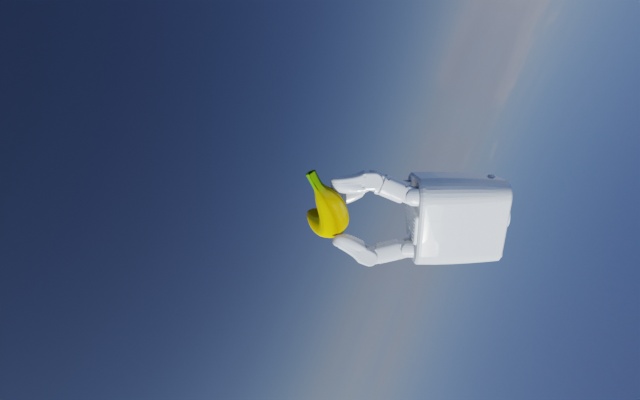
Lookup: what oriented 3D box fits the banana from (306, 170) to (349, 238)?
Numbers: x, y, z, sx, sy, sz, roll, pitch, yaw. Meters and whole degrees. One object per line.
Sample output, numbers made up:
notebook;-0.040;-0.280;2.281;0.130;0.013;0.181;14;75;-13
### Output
banana;0.008;0.018;0.625;0.037;0.069;0.198;-23;-14;-9
